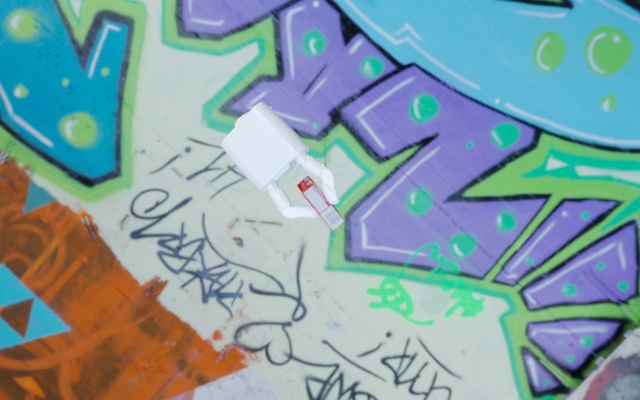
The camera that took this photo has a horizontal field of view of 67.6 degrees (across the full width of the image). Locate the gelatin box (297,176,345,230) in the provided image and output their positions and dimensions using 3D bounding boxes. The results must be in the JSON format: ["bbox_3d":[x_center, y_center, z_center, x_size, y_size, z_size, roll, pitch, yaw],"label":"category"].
[{"bbox_3d":[0.000,0.003,0.824,0.030,0.089,0.073,-39,14,1],"label":"gelatin box"}]
